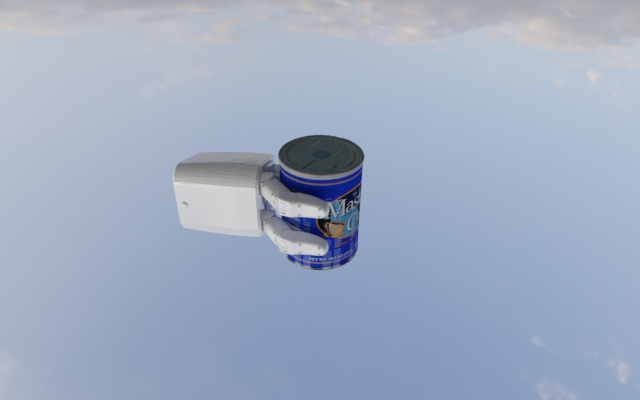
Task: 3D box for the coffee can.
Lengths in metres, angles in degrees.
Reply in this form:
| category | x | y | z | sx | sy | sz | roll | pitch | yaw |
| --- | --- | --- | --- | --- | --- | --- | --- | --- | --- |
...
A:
| category | x | y | z | sx | sy | sz | roll | pitch | yaw |
| --- | --- | --- | --- | --- | --- | --- | --- | --- | --- |
| coffee can | 0.000 | 0.002 | 0.605 | 0.103 | 0.140 | 0.102 | 1 | 33 | 0 |
